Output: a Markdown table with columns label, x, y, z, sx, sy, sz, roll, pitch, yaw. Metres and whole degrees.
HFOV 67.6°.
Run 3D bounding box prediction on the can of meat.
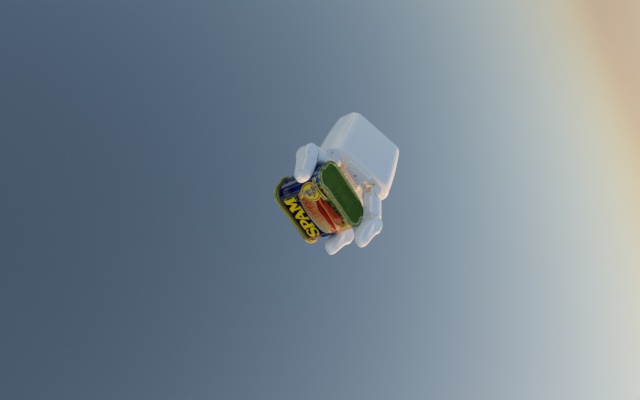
| label | x | y | z | sx | sy | sz | roll | pitch | yaw |
| --- | --- | --- | --- | --- | --- | --- | --- | --- | --- |
| can of meat | 0.000 | 0.002 | 0.662 | 0.084 | 0.102 | 0.057 | -20 | 25 | 35 |
